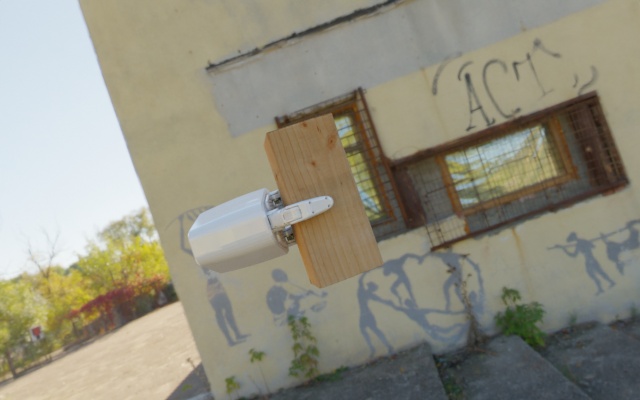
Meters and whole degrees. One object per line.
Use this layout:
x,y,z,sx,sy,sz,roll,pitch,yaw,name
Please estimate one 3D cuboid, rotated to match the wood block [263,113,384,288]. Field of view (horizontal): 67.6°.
0.000,0.002,0.641,0.090,0.206,0.091,-19,-1,-10,wood block
